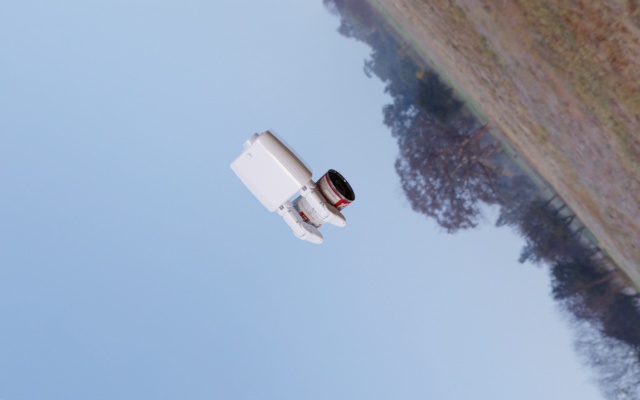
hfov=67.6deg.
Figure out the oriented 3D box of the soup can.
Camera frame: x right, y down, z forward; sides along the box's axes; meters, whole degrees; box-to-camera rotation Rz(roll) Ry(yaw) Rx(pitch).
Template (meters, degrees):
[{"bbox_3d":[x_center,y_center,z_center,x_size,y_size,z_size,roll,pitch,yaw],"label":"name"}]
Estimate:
[{"bbox_3d":[0.000,0.003,0.827,0.102,0.068,0.068,-39,-18,23],"label":"soup can"}]
